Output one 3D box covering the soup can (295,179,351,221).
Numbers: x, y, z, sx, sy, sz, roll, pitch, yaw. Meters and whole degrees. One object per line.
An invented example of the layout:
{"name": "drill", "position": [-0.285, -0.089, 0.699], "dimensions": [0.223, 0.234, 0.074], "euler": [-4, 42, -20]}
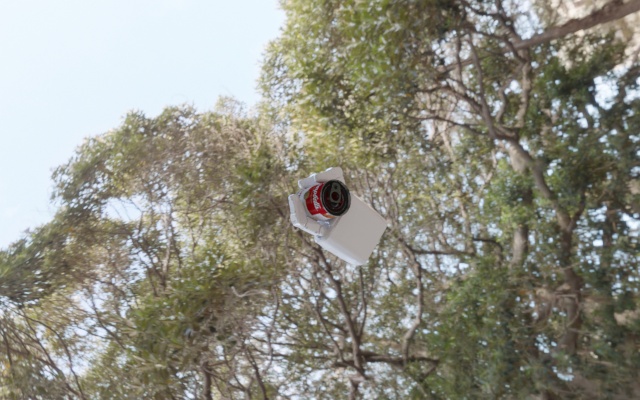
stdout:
{"name": "soup can", "position": [0.000, 0.003, 0.897], "dimensions": [0.068, 0.068, 0.102], "euler": [0, -9, -35]}
